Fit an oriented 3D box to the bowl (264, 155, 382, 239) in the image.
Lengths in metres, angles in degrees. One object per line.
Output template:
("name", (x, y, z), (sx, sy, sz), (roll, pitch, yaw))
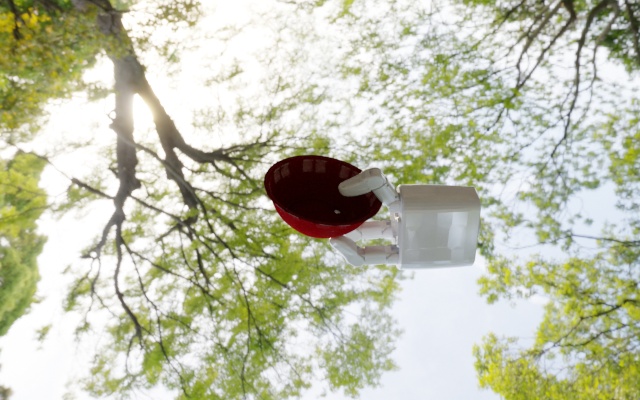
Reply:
("bowl", (-0.001, 0.002, 0.654), (0.162, 0.055, 0.162), (8, 36, -6))
